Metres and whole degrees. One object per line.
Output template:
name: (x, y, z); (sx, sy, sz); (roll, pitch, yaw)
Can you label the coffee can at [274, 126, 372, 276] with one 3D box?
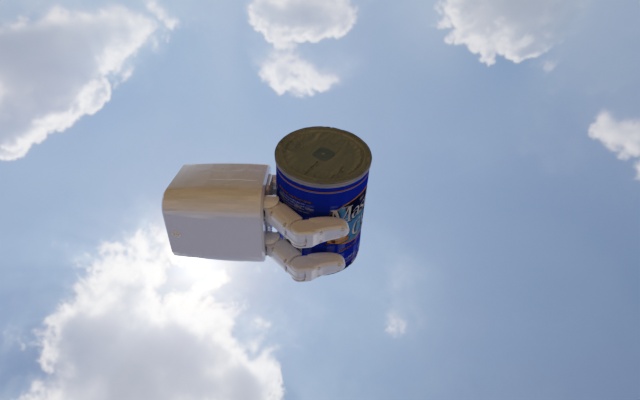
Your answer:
coffee can: (0.000, 0.002, 0.546); (0.103, 0.140, 0.102); (2, 42, -2)
